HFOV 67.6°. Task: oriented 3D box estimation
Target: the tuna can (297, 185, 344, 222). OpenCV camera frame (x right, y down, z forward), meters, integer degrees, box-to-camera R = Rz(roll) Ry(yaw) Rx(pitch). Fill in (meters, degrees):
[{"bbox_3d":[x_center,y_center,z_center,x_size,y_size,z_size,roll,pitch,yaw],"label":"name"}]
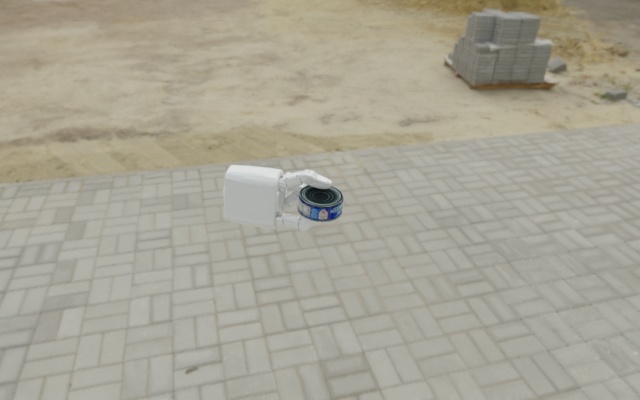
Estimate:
[{"bbox_3d":[0.000,0.002,0.898,0.086,0.034,0.086,4,32,-3],"label":"tuna can"}]
